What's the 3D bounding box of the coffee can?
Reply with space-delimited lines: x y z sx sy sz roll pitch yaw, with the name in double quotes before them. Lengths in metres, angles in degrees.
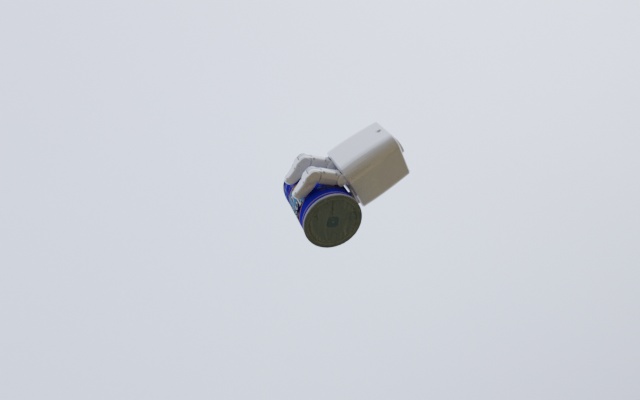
"coffee can" 0.000 0.003 0.843 0.103 0.103 0.140 0 29 -21
